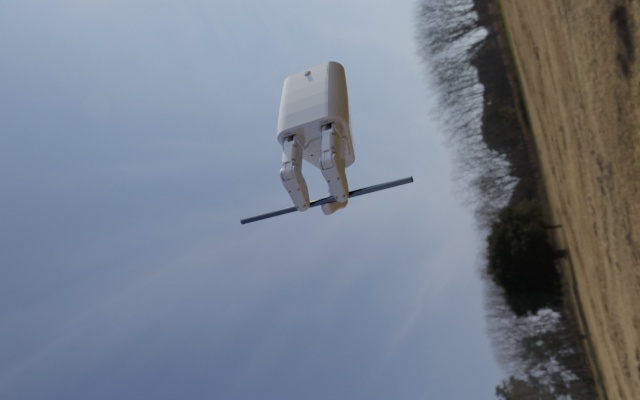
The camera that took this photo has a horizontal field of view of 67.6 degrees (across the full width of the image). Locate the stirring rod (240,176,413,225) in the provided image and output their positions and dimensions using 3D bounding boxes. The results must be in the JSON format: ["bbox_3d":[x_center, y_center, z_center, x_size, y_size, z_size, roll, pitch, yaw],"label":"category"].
[{"bbox_3d":[0.000,0.002,0.606,0.239,0.011,0.011,-14,-6,23],"label":"stirring rod"}]
